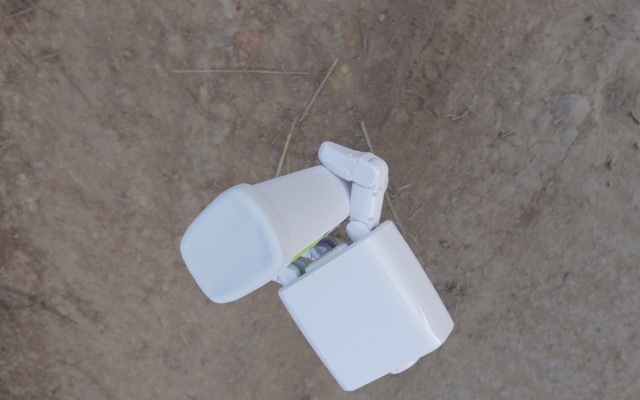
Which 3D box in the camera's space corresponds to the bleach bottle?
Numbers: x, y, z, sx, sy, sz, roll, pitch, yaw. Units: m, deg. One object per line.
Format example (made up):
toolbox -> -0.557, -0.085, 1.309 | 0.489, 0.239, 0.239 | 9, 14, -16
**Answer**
bleach bottle -> 0.000, 0.001, 0.430 | 0.102, 0.068, 0.250 | -37, -6, 37
